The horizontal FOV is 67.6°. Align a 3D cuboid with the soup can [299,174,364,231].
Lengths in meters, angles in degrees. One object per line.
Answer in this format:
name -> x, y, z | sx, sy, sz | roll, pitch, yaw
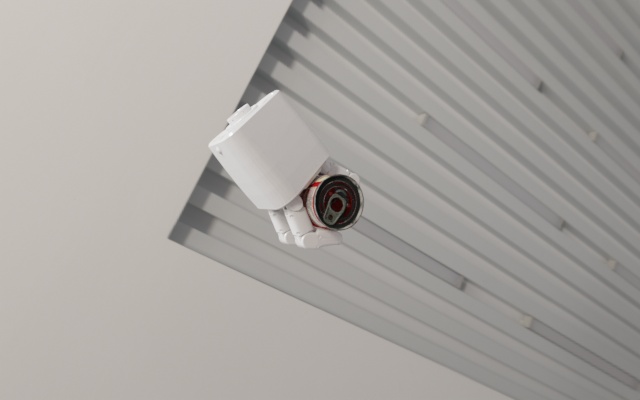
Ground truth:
soup can -> 0.000, 0.002, 0.613 | 0.068, 0.068, 0.102 | 0, 0, -27
